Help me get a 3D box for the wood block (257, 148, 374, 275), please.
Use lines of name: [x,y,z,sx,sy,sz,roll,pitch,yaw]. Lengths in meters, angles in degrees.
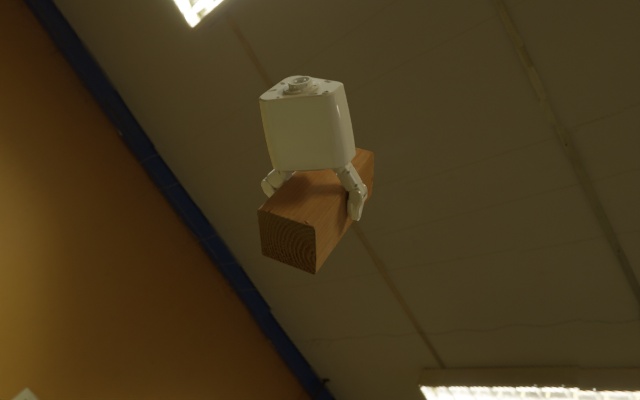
wood block: [0.000,0.002,0.724,0.091,0.090,0.206,17,41,21]
